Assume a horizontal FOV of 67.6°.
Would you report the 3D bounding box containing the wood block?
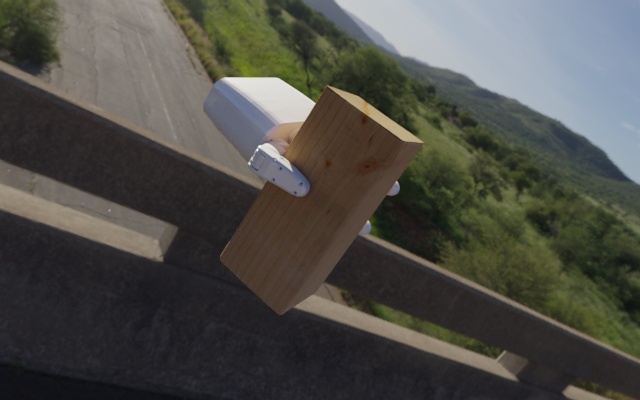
[{"bbox_3d":[0.000,0.001,0.483,0.090,0.206,0.091,39,19,16],"label":"wood block"}]
